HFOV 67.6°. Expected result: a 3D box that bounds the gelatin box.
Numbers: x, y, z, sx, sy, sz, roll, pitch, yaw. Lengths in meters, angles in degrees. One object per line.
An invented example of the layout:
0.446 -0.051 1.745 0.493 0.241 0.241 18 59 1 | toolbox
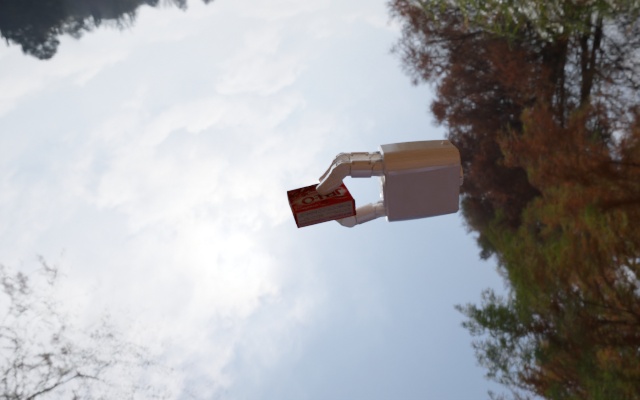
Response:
0.000 0.003 0.695 0.089 0.030 0.073 -13 29 -7 | gelatin box
